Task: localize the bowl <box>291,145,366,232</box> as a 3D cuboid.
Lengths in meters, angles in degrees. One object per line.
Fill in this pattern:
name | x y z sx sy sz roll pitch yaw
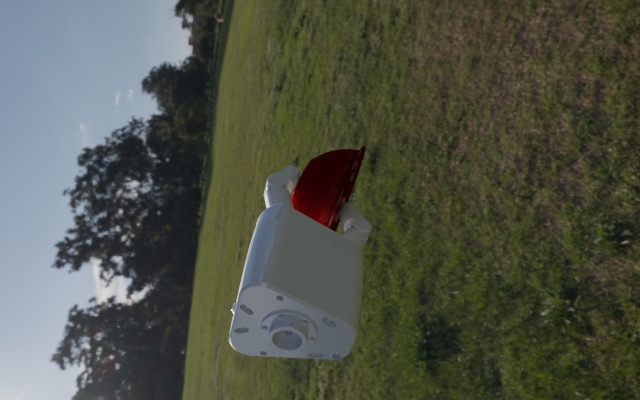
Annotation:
bowl | 0.000 0.001 0.570 0.055 0.162 0.162 22 2 6
